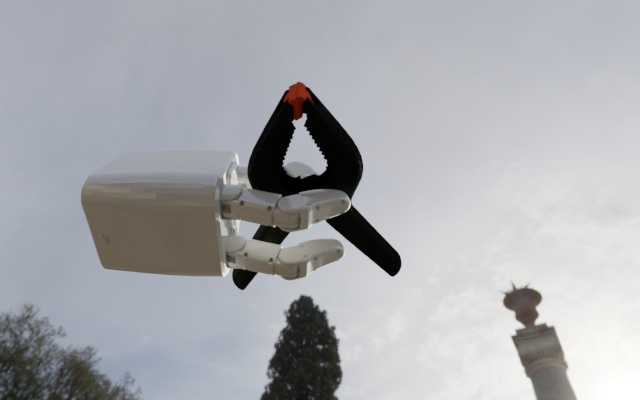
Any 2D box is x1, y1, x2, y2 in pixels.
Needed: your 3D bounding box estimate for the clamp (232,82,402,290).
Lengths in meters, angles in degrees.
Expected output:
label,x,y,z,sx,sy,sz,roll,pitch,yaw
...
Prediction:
label,x,y,z,sx,sy,sz,roll,pitch,yaw
clamp,0.000,0.000,0.415,0.164,0.210,0.036,0,38,-5
